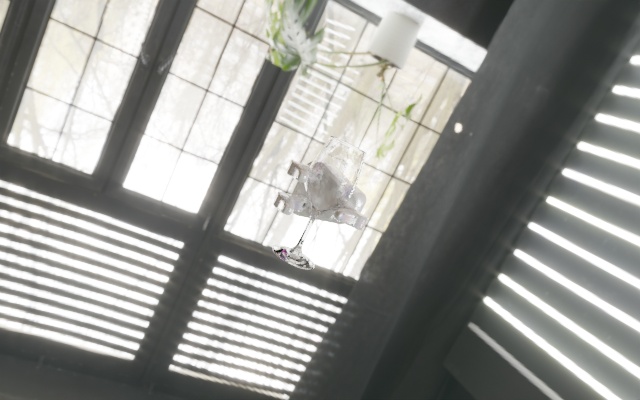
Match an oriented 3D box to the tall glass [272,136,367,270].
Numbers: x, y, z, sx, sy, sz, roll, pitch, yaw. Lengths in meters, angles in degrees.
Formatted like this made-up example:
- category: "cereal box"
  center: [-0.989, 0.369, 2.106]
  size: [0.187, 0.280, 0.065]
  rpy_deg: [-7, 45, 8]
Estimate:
- category: "tall glass"
  center: [0.000, 0.003, 0.744]
  size: [0.079, 0.201, 0.079]
  rpy_deg: [25, 11, -5]
